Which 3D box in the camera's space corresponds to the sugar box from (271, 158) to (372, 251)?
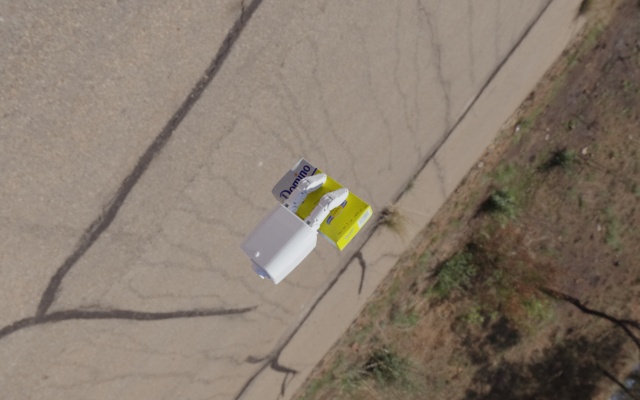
[{"bbox_3d":[0.000,0.003,0.886,0.176,0.093,0.048,37,-13,25],"label":"sugar box"}]
